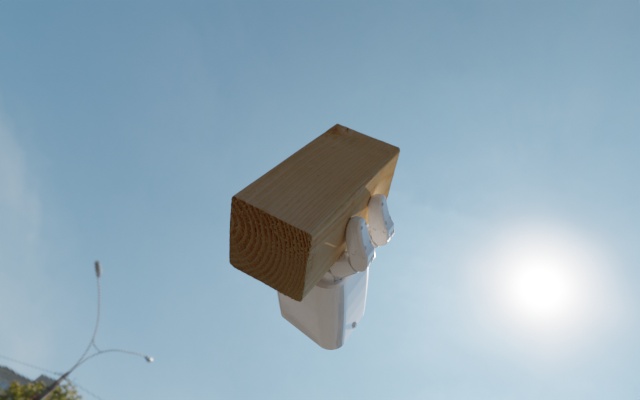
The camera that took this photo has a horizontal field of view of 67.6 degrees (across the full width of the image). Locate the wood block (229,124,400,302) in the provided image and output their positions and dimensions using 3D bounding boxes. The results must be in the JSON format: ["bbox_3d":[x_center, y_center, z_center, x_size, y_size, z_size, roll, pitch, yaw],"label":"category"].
[{"bbox_3d":[0.000,0.002,0.527,0.091,0.090,0.206,24,37,20],"label":"wood block"}]
